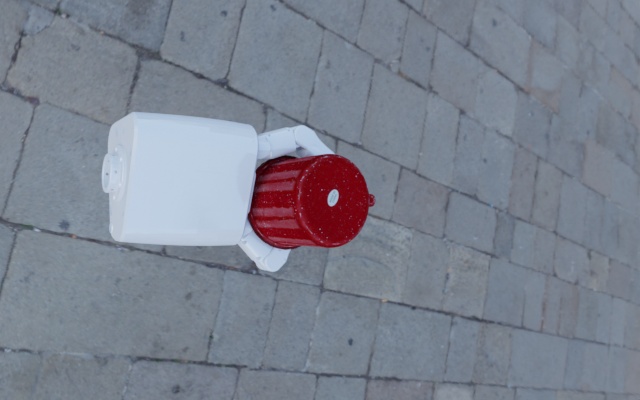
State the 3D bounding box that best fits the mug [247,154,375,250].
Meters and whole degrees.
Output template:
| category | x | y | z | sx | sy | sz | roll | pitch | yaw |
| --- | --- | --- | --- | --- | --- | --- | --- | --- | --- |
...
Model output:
| category | x | y | z | sx | sy | sz | roll | pitch | yaw |
| --- | --- | --- | --- | --- | --- | --- | --- | --- | --- |
| mug | 0.001 | 0.002 | 0.446 | 0.117 | 0.093 | 0.081 | 3 | -3 | -35 |
